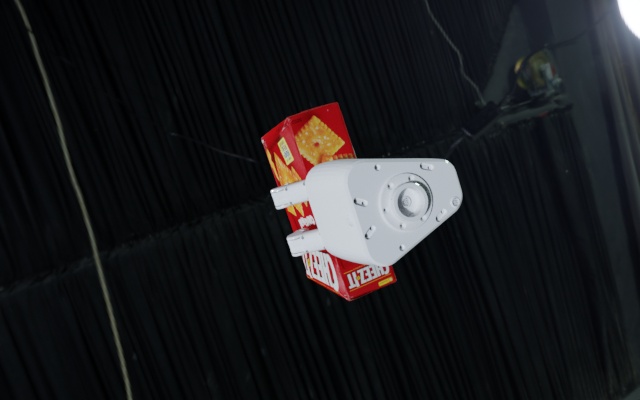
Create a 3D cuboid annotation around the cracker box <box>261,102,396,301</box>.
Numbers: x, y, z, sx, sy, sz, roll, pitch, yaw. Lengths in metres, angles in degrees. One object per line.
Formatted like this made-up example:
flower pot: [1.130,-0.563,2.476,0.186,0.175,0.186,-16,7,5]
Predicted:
cracker box: [0.000,0.002,0.596,0.072,0.214,0.164,-20,6,-16]
